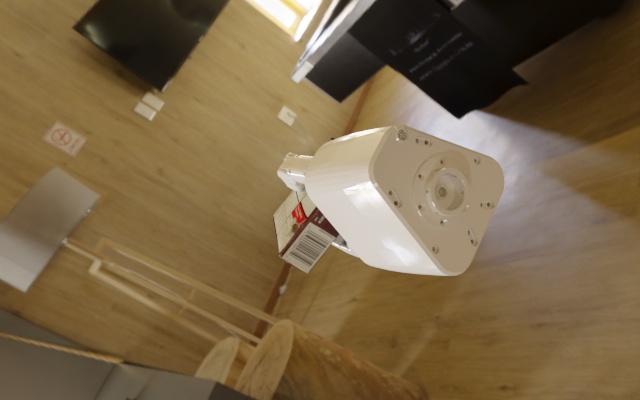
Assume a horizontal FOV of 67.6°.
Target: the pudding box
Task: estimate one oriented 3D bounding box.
[{"bbox_3d":[0.000,0.001,0.471,0.039,0.113,0.090,34,14,-21],"label":"pudding box"}]
